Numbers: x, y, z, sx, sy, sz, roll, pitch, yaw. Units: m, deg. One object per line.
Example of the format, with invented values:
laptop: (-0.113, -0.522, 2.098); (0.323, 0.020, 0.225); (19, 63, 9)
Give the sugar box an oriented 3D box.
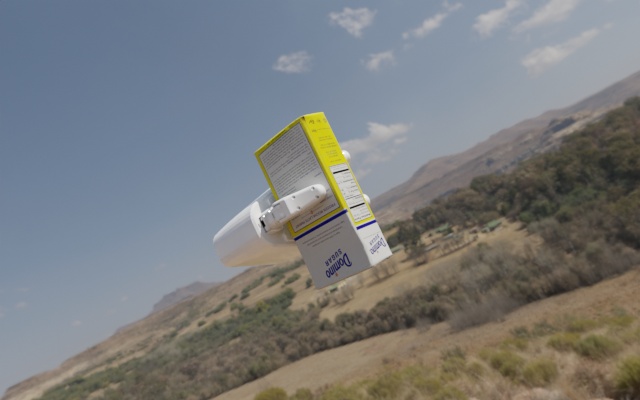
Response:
sugar box: (0.000, 0.002, 0.531); (0.093, 0.176, 0.048); (-31, -6, 42)
